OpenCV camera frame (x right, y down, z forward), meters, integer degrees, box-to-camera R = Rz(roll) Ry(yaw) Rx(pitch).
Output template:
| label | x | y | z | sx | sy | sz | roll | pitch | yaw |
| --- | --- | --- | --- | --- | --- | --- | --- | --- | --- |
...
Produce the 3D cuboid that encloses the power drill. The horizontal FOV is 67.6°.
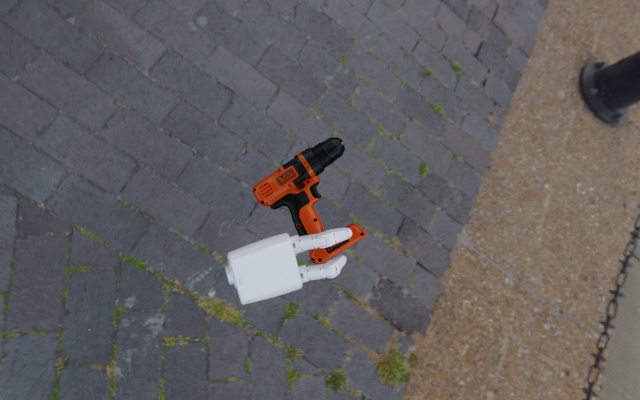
| label | x | y | z | sx | sy | sz | roll | pitch | yaw |
| --- | --- | --- | --- | --- | --- | --- | --- | --- | --- |
| power drill | 0.000 | 0.003 | 0.839 | 0.184 | 0.187 | 0.057 | -33 | -7 | 2 |
